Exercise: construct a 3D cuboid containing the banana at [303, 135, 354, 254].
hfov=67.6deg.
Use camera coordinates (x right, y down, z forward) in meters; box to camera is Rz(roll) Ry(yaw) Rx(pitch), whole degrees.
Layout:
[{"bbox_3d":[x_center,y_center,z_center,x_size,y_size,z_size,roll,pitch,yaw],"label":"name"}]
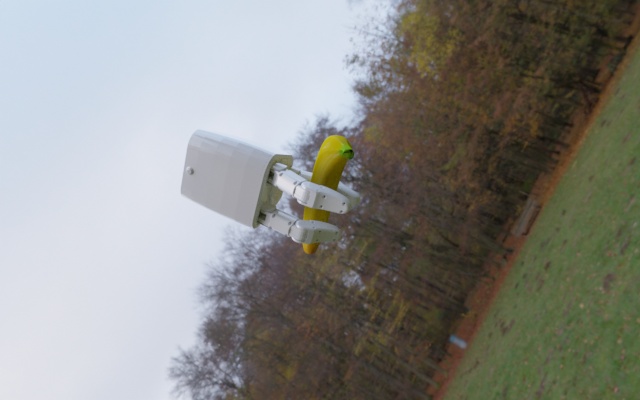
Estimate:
[{"bbox_3d":[0.004,-0.014,0.589,0.037,0.069,0.198,15,-42,-2],"label":"banana"}]
